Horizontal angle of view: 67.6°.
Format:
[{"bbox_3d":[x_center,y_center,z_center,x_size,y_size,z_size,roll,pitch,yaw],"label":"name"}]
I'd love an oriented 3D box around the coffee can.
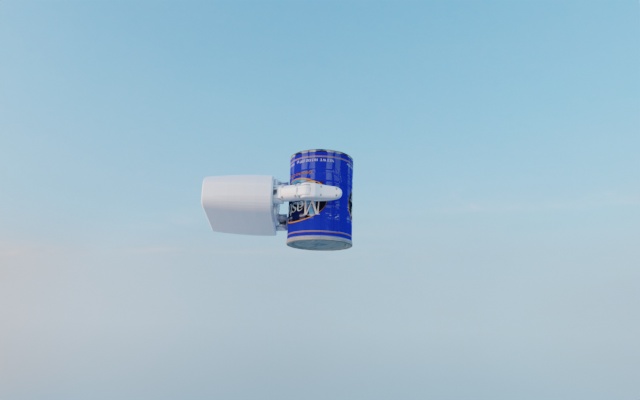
[{"bbox_3d":[0.000,0.003,0.753,0.103,0.140,0.103,2,-15,0],"label":"coffee can"}]
